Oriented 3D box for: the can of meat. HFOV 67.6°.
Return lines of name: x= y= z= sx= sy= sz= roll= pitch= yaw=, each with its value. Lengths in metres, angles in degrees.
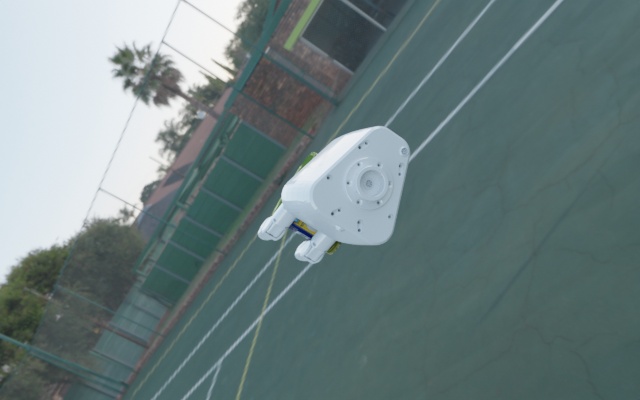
can of meat: x=0.000 y=0.002 z=0.595 sx=0.084 sy=0.102 sz=0.057 roll=32 pitch=-4 yaw=-15
